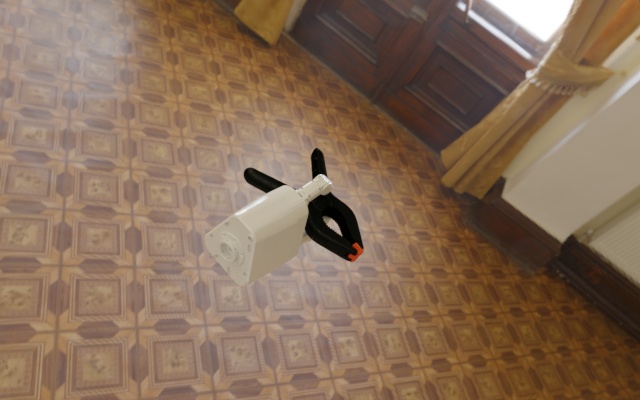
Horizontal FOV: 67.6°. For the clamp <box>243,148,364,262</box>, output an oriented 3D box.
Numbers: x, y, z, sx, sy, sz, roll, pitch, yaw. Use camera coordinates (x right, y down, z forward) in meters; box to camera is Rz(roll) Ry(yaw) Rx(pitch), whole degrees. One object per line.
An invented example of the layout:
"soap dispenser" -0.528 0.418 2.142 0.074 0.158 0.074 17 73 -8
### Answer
"clamp" 0.001 0.002 0.754 0.164 0.210 0.036 -32 -16 -44
